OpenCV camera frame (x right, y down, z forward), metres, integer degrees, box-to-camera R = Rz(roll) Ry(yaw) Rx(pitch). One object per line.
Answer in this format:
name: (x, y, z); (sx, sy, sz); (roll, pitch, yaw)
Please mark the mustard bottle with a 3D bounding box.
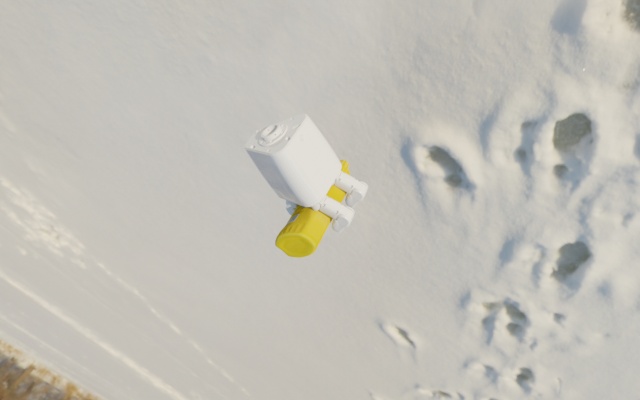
mustard bottle: (0.000, 0.003, 0.793); (0.058, 0.191, 0.096); (39, -33, -13)
